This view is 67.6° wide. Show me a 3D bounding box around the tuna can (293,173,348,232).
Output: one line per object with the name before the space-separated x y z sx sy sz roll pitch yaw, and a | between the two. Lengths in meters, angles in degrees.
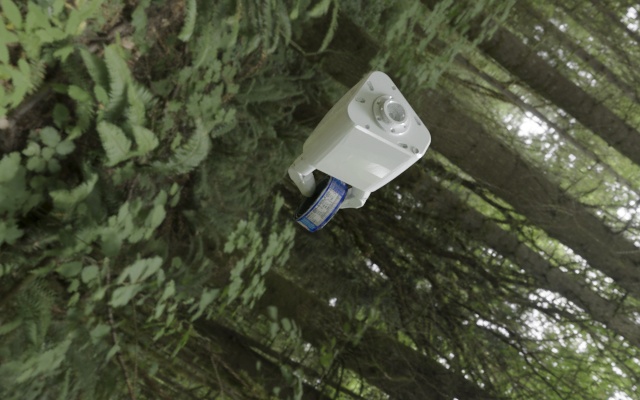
tuna can | 0.001 0.003 0.674 0.034 0.086 0.086 38 -10 -13
